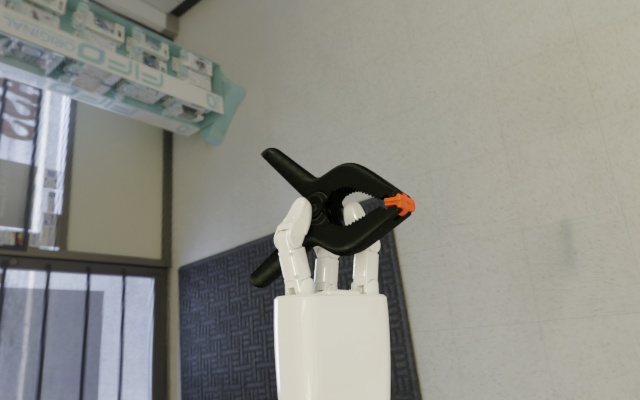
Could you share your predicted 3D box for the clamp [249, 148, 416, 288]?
[{"bbox_3d":[0.000,0.002,0.505,0.210,0.164,0.036,-15,-20,38],"label":"clamp"}]
